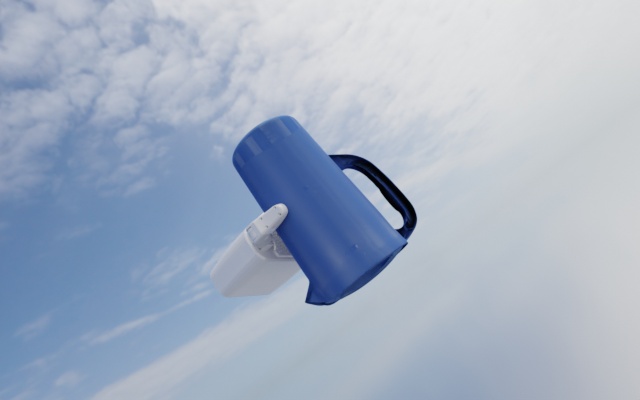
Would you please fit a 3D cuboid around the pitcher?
[{"bbox_3d":[0.000,0.002,0.633,0.145,0.242,0.149,-46,-16,31],"label":"pitcher"}]
